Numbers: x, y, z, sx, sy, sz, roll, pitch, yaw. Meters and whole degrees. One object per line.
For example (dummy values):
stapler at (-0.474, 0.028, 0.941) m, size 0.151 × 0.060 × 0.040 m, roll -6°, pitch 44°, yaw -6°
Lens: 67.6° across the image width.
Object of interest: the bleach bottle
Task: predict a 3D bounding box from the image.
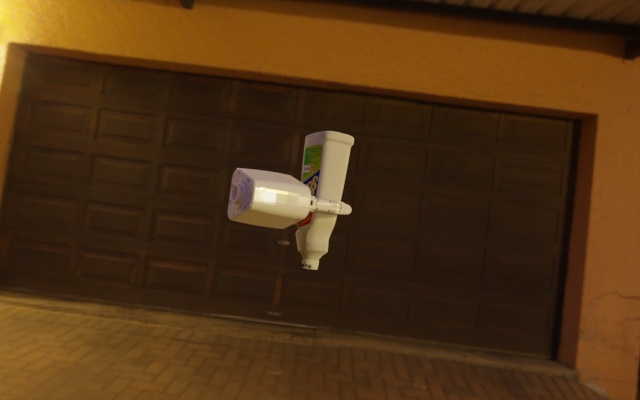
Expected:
bleach bottle at (0.000, 0.003, 0.889) m, size 0.068 × 0.251 × 0.102 m, roll 9°, pitch -4°, yaw -32°
